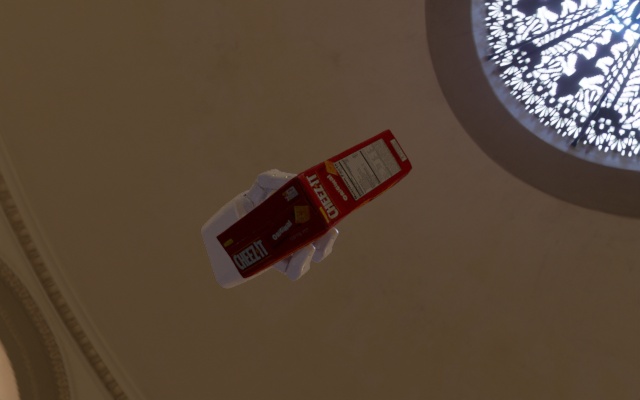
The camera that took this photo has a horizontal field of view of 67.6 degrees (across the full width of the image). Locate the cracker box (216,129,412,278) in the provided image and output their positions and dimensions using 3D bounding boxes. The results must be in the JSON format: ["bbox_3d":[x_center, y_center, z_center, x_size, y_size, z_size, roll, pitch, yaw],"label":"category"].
[{"bbox_3d":[0.000,0.002,0.603,0.164,0.072,0.213,-34,-2,40],"label":"cracker box"}]
